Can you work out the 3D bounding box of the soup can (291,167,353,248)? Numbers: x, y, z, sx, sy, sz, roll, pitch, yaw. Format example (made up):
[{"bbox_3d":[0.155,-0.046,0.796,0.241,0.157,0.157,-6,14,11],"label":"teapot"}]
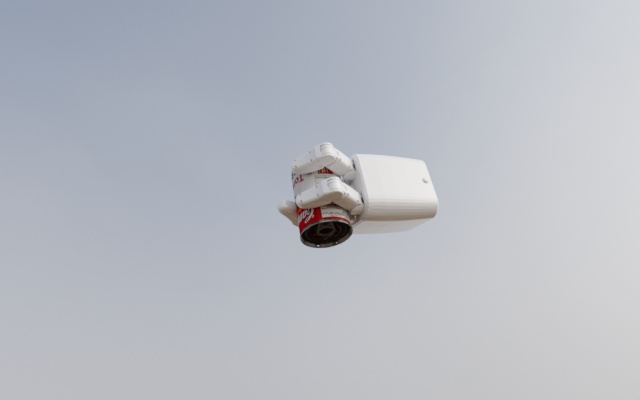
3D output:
[{"bbox_3d":[0.000,0.002,0.629,0.068,0.102,0.068,-7,-33,-5],"label":"soup can"}]
